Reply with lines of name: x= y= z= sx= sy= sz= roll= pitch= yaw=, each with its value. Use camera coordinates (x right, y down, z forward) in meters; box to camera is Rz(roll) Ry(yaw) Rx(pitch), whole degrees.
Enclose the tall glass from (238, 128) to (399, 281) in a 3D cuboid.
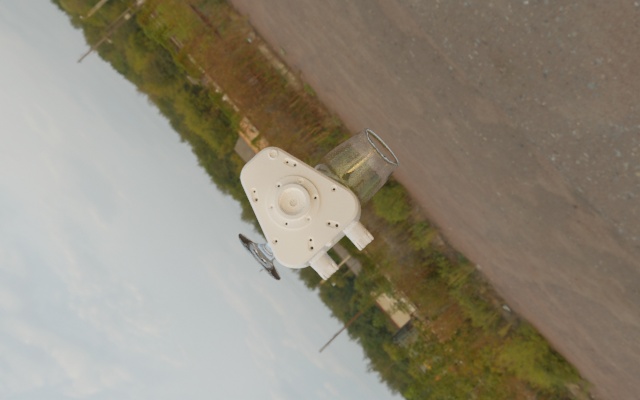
tall glass: x=0.000 y=0.002 z=0.575 sx=0.201 sy=0.079 sz=0.079 roll=-42 pitch=0 yaw=-1
